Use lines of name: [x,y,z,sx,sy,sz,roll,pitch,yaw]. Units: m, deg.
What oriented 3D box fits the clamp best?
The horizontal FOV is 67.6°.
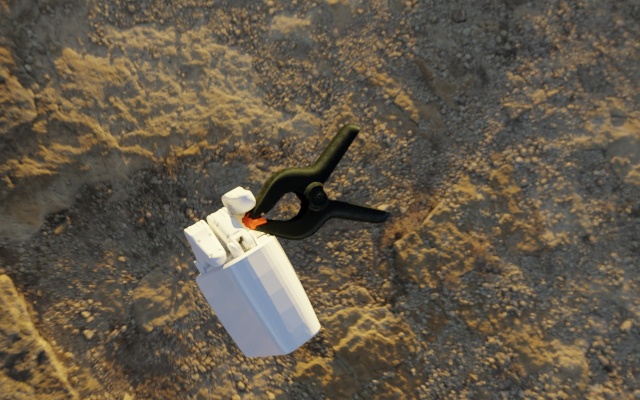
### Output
clamp: [0.000,0.002,0.531,0.171,0.120,0.039,-32,6,-18]
